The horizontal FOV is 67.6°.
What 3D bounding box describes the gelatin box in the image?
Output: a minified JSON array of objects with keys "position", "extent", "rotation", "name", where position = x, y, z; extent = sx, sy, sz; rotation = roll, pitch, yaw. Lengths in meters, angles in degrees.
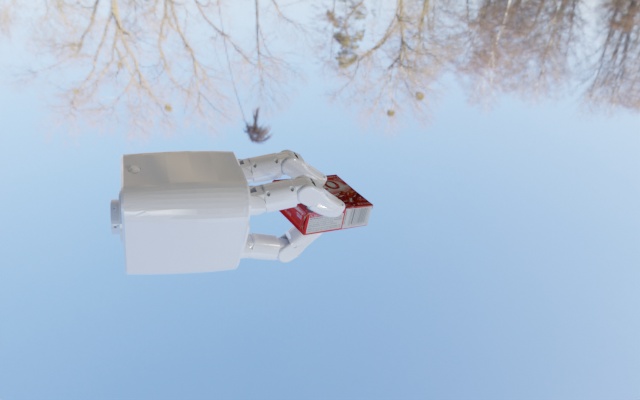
[{"position":[0.000,0.002,0.517],"extent":[0.089,0.030,0.073],"rotation":[-6,33,-35],"name":"gelatin box"}]
